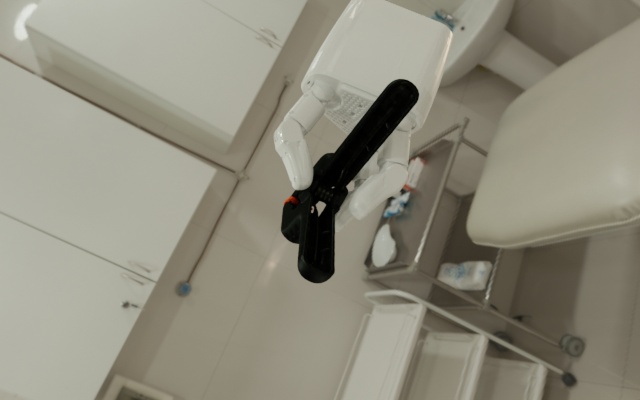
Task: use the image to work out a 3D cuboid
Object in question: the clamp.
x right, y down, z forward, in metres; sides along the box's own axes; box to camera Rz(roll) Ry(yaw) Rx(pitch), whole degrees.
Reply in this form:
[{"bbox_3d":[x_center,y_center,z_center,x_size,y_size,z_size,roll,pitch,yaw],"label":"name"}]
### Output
[{"bbox_3d":[-0.001,0.001,0.416,0.036,0.164,0.210,31,-22,-11],"label":"clamp"}]
